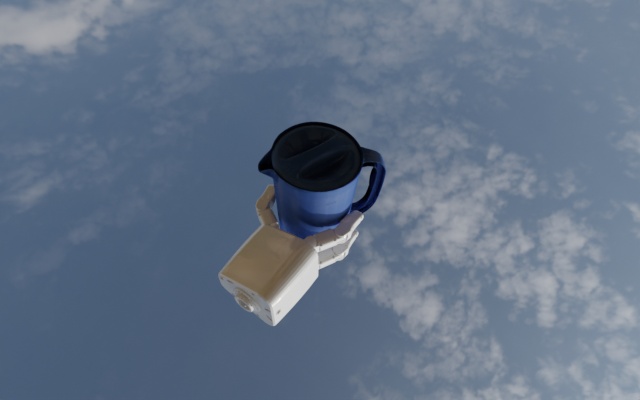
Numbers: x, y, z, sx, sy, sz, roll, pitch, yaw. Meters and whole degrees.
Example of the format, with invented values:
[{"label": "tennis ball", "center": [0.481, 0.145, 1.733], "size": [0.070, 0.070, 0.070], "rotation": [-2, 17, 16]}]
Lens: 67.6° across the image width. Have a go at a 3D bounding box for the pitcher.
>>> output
[{"label": "pitcher", "center": [0.000, 0.003, 0.766], "size": [0.149, 0.145, 0.243], "rotation": [31, -31, 19]}]
